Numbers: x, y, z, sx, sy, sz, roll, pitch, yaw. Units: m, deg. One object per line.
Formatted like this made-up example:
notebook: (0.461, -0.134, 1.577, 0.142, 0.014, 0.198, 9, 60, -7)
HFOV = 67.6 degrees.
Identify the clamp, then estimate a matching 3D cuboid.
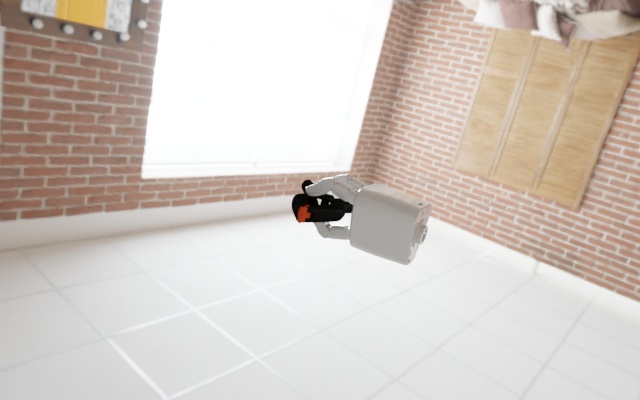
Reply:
clamp: (0.000, 0.004, 0.853, 0.164, 0.036, 0.210, 18, 16, 25)
